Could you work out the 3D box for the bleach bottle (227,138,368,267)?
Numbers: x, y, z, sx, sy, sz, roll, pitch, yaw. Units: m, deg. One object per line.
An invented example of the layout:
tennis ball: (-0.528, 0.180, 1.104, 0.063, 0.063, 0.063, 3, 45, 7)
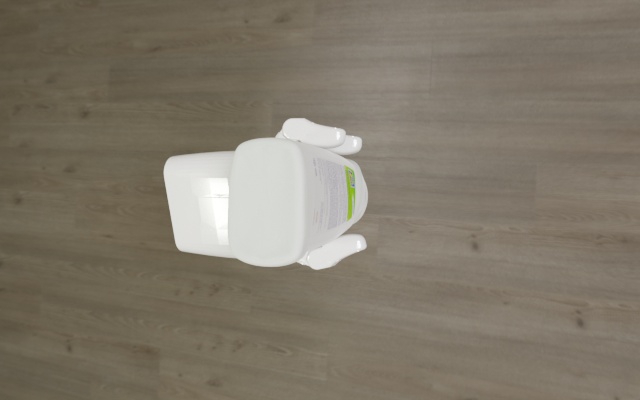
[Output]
bleach bottle: (0.000, 0.001, 0.477, 0.068, 0.102, 0.251, 1, -1, 20)
